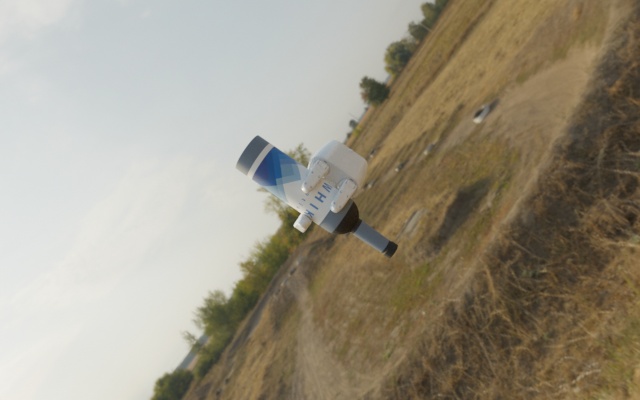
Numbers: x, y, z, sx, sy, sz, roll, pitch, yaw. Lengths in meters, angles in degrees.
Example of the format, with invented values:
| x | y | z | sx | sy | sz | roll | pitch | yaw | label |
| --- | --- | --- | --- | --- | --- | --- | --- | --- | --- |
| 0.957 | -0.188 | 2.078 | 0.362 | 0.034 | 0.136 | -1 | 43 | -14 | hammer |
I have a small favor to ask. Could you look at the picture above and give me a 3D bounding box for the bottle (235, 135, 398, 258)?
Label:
| x | y | z | sx | sy | sz | roll | pitch | yaw | label |
| --- | --- | --- | --- | --- | --- | --- | --- | --- | --- |
| 0.000 | 0.002 | 0.790 | 0.296 | 0.069 | 0.069 | 34 | -1 | -2 | bottle |
